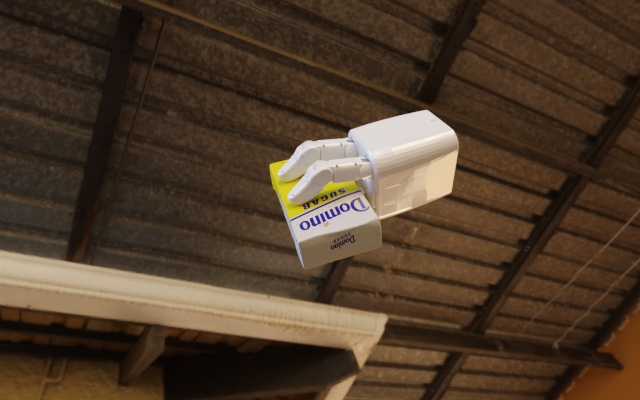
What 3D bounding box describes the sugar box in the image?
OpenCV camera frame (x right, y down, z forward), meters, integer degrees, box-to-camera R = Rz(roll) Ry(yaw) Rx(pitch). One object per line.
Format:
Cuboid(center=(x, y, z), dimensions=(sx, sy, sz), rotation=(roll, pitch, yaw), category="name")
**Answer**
Cuboid(center=(0.000, 0.001, 0.577), dimensions=(0.093, 0.048, 0.176), rotation=(-16, 33, -9), category="sugar box")
